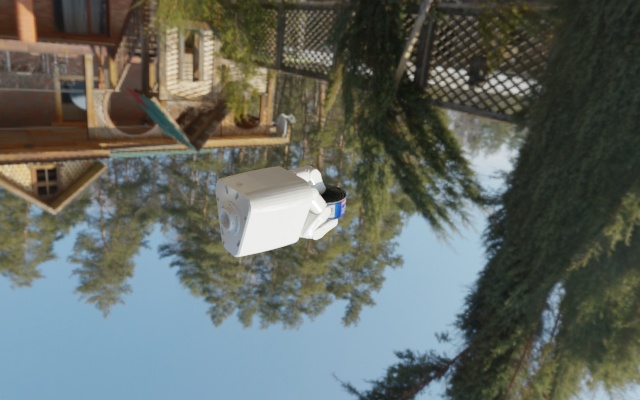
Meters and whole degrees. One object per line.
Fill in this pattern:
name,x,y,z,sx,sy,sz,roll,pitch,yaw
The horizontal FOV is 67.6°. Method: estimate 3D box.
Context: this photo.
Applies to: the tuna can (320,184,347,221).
tuna can,0.000,0.003,0.801,0.086,0.034,0.086,2,22,-1
